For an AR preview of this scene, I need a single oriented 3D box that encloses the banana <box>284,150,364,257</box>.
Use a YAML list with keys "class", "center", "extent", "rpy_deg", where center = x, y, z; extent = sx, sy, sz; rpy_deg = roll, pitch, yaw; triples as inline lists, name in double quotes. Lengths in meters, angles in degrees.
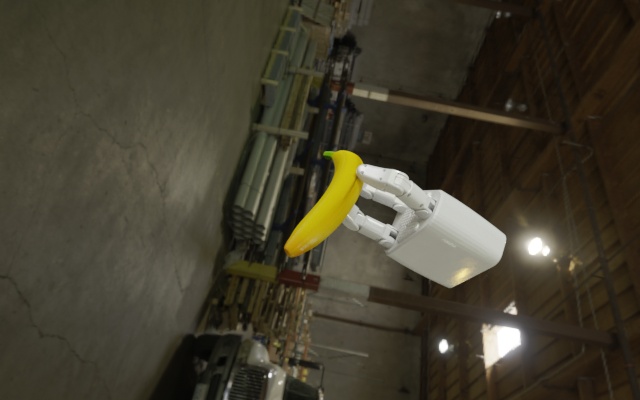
- class: "banana"
  center: [0.015, -0.006, 0.570]
  extent: [0.069, 0.037, 0.197]
  rpy_deg: [-23, 27, 32]
